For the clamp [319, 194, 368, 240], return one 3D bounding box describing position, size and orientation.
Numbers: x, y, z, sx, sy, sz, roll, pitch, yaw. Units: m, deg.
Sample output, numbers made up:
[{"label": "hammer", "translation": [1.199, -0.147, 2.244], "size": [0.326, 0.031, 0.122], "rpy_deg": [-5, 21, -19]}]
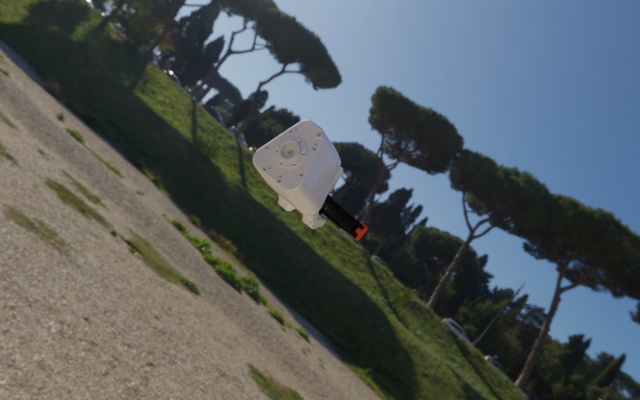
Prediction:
[{"label": "clamp", "translation": [0.001, 0.002, 0.850], "size": [0.210, 0.036, 0.165], "rpy_deg": [38, -4, 22]}]
